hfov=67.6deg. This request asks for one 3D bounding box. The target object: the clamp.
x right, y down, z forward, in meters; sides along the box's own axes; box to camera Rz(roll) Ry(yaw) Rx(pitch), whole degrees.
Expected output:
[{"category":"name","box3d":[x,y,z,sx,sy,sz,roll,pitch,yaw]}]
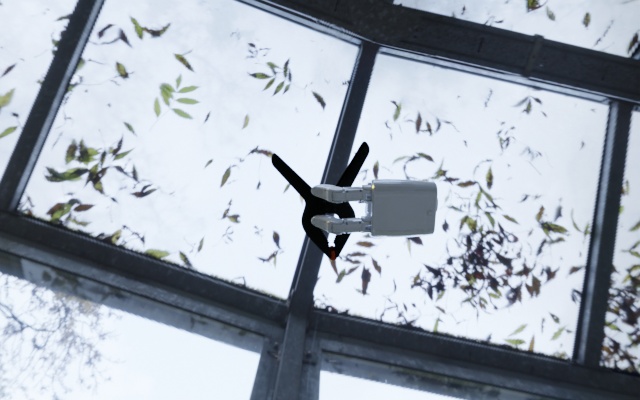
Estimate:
[{"category":"clamp","box3d":[0.000,0.003,0.823,0.164,0.210,0.036,-1,18,-1]}]
